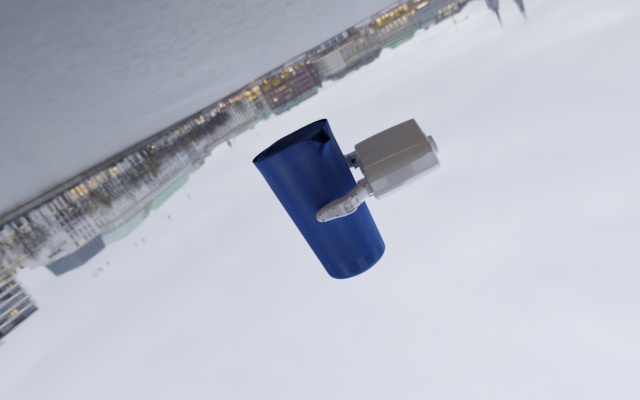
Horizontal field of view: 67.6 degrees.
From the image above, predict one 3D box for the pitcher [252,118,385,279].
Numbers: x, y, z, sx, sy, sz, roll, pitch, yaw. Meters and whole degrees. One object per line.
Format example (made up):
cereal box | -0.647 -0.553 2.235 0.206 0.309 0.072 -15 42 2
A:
pitcher | 0.000 0.002 0.773 0.145 0.243 0.149 -26 16 10
